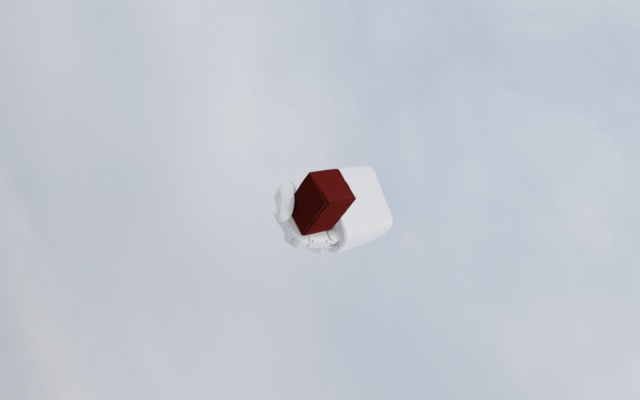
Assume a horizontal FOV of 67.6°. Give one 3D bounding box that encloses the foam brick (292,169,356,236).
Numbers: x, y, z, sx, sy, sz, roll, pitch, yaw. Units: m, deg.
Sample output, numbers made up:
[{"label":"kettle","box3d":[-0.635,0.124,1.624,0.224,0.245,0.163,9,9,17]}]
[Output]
[{"label":"foam brick","box3d":[0.000,0.002,0.636,0.051,0.053,0.078,-10,-29,-37]}]
